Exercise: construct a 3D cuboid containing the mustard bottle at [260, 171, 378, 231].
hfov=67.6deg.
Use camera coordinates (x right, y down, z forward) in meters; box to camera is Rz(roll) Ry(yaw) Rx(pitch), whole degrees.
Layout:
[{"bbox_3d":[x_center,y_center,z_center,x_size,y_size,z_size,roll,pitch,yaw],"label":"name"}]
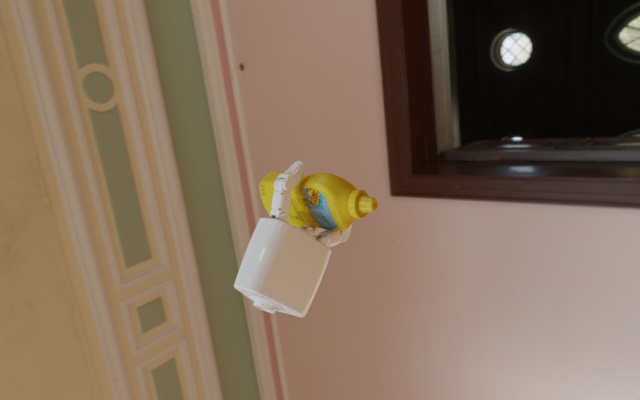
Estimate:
[{"bbox_3d":[0.000,0.002,0.723,0.191,0.096,0.058,3,39,38],"label":"mustard bottle"}]
